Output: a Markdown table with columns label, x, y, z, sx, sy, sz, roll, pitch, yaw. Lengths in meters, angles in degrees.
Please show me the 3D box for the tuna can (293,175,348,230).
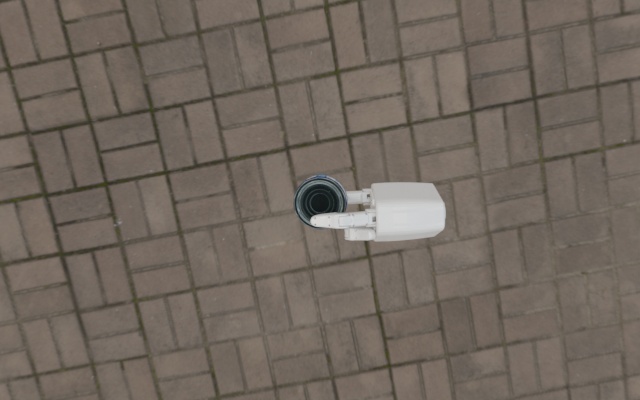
| label | x | y | z | sx | sy | sz | roll | pitch | yaw |
| --- | --- | --- | --- | --- | --- | --- | --- | --- | --- |
| tuna can | 0.000 | 0.003 | 0.762 | 0.086 | 0.086 | 0.033 | 0 | 8 | 5 |
